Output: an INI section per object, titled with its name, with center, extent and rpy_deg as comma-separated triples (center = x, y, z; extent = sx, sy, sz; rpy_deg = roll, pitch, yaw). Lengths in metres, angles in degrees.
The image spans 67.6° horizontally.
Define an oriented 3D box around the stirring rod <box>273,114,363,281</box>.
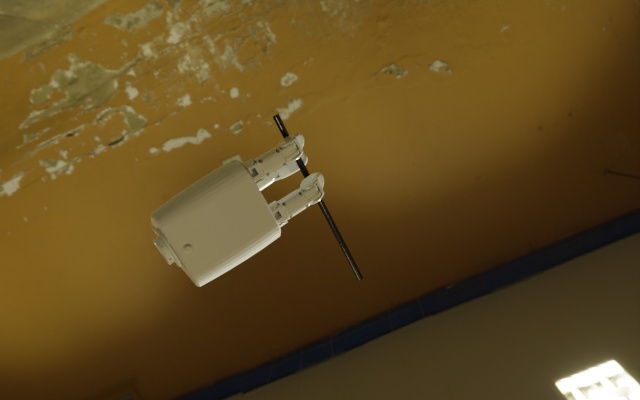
[stirring rod]
center = 0.000, 0.002, 0.598
extent = 0.011, 0.239, 0.011
rpy_deg = -25, 18, 8
